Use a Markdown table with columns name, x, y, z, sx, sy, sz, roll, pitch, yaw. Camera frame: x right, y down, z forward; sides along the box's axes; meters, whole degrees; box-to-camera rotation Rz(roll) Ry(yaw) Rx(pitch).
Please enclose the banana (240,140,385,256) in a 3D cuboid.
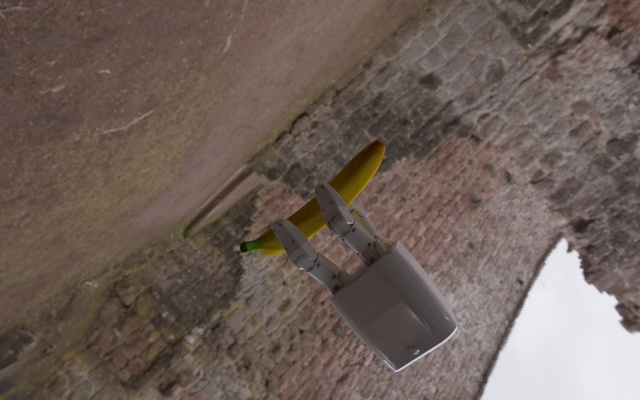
| name | x | y | z | sx | sy | sz | roll | pitch | yaw |
| --- | --- | --- | --- | --- | --- | --- | --- | --- | --- |
| banana | 0.000 | 0.007 | 0.554 | 0.198 | 0.037 | 0.069 | -39 | -13 | 1 |
